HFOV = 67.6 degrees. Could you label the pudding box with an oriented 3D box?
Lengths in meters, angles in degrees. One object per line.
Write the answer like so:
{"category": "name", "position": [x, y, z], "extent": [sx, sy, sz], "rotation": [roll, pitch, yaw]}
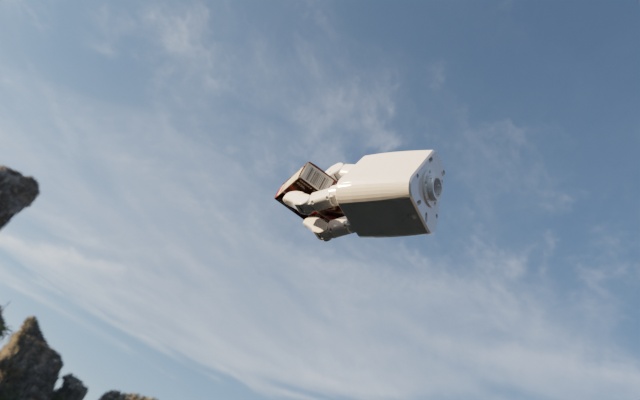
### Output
{"category": "pudding box", "position": [0.000, 0.002, 0.705], "extent": [0.113, 0.039, 0.090], "rotation": [38, -34, -11]}
